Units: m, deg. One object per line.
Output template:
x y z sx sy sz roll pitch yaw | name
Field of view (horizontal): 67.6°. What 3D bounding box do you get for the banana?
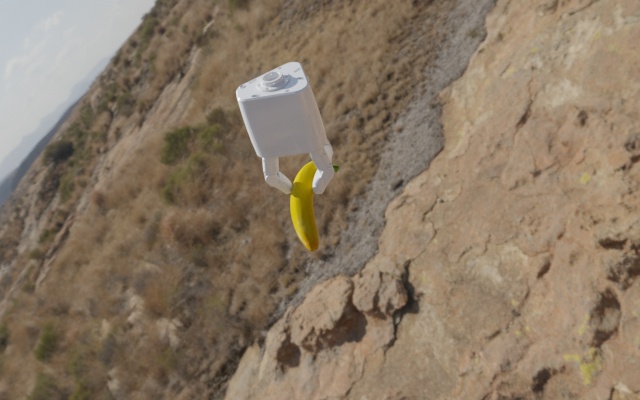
-0.017 -0.005 0.803 0.069 0.197 0.037 17 -39 -2 | banana
